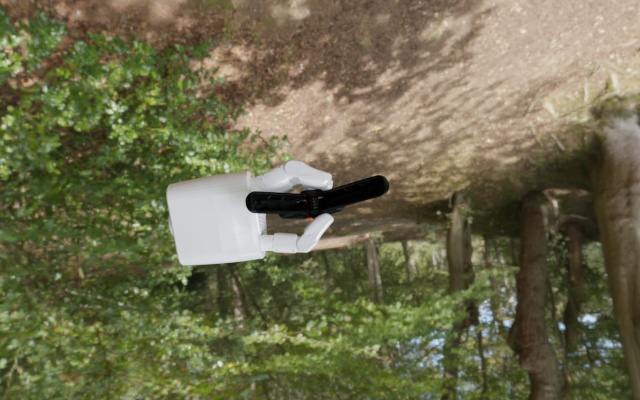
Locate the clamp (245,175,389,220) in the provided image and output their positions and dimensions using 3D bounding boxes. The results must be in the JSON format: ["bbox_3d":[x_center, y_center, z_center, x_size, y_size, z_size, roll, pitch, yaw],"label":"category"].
[{"bbox_3d":[0.000,0.003,0.627,0.164,0.036,0.210,-7,-7,1],"label":"clamp"}]
